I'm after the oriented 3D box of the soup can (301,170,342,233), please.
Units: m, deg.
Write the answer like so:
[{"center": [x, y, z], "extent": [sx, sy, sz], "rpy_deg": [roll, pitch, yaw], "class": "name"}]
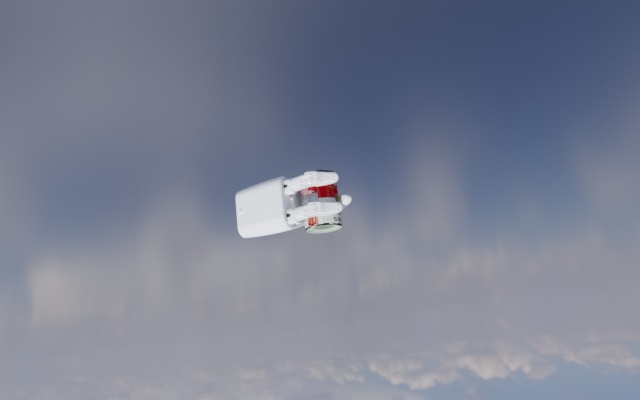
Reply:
[{"center": [0.001, 0.003, 0.865], "extent": [0.068, 0.102, 0.068], "rpy_deg": [-6, -15, -2], "class": "soup can"}]
